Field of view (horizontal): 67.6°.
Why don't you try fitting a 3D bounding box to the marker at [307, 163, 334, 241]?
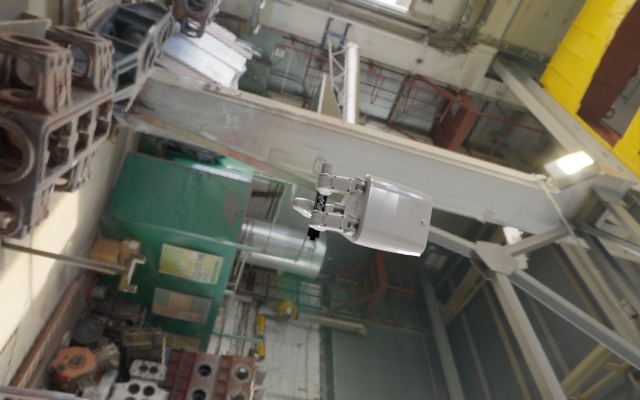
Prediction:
[{"bbox_3d":[0.000,0.002,0.733,0.020,0.121,0.020,12,-11,2],"label":"marker"}]
